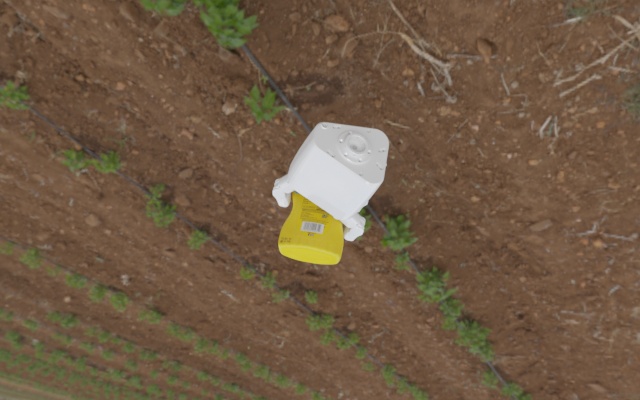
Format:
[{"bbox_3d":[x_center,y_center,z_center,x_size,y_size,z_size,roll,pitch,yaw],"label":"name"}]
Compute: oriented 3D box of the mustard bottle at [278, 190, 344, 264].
[{"bbox_3d":[0.000,0.003,0.758,0.096,0.191,0.058,8,-31,8],"label":"mustard bottle"}]
